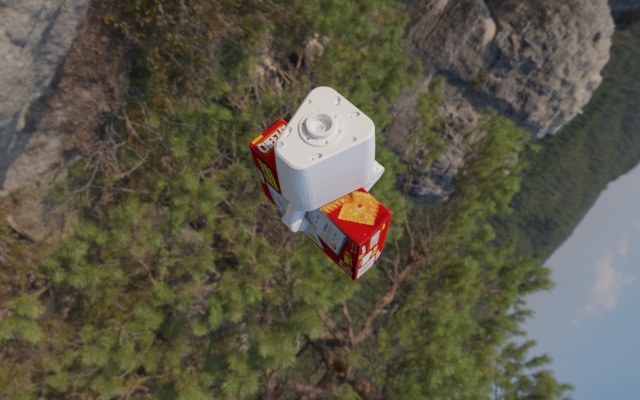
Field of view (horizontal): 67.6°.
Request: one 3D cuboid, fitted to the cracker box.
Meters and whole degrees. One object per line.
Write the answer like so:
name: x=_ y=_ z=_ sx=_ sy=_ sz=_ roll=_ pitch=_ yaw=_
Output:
cracker box: x=0.000 y=0.003 z=0.700 sx=0.072 sy=0.213 sz=0.164 roll=-41 pitch=-20 yaw=-16
